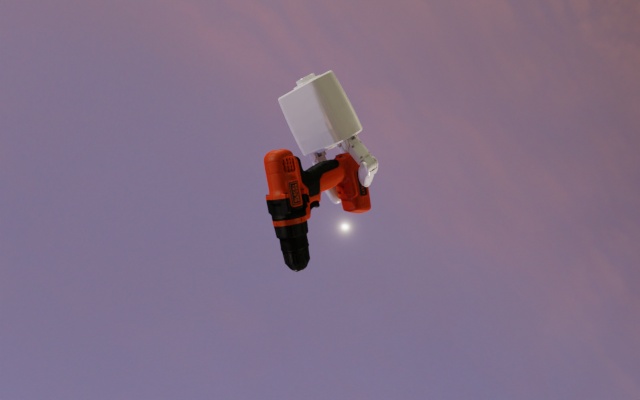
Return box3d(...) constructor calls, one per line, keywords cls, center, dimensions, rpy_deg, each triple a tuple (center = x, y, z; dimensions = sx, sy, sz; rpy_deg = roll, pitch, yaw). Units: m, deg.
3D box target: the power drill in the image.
box3d(cls="power drill", center=(0.000, 0.002, 0.756), dimensions=(0.057, 0.184, 0.187), rpy_deg=(-2, 10, 45))
